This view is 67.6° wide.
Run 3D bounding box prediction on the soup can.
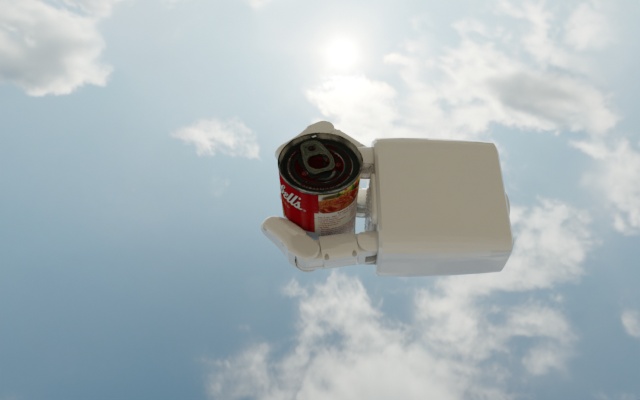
[{"bbox_3d":[0.000,0.002,0.415,0.068,0.068,0.102,0,-40,0],"label":"soup can"}]
